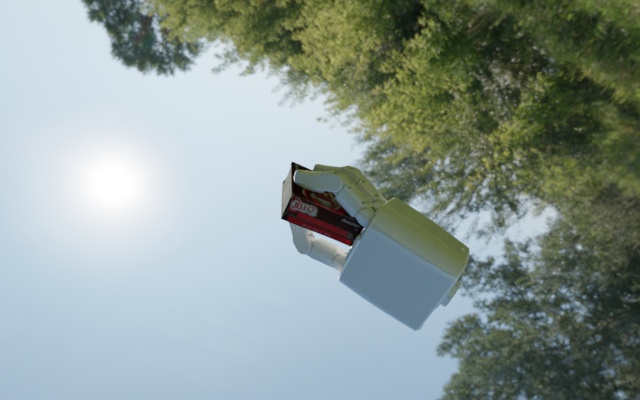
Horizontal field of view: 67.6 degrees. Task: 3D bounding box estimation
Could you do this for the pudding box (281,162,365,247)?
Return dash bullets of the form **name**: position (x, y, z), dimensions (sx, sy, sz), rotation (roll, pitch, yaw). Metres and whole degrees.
- **pudding box**: position (0.000, 0.002, 0.566), dimensions (0.090, 0.039, 0.113), rotation (23, 17, -13)
